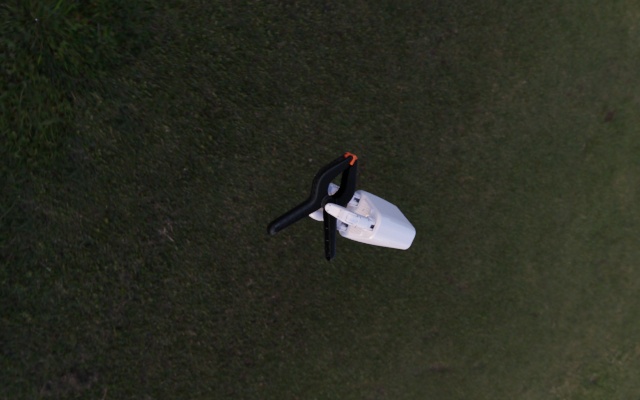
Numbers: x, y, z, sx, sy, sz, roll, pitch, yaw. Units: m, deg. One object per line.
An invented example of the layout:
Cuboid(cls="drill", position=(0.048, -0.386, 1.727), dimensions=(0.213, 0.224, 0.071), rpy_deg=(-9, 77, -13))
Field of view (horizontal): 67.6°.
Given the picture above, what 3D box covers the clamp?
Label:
Cuboid(cls="clamp", position=(0.001, 0.003, 0.888), dimensions=(0.164, 0.210, 0.036), rpy_deg=(20, 7, -36))
